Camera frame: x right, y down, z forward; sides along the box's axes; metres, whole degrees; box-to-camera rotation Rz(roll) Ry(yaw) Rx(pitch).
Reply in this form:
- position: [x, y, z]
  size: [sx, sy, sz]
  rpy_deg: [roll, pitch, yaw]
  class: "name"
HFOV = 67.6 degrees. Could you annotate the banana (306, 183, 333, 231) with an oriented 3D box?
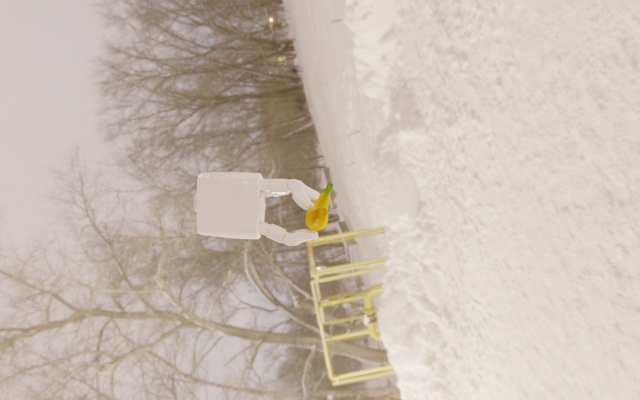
- position: [-0.004, 0.019, 0.855]
  size: [0.037, 0.070, 0.197]
  rpy_deg: [15, 16, -1]
  class: "banana"
